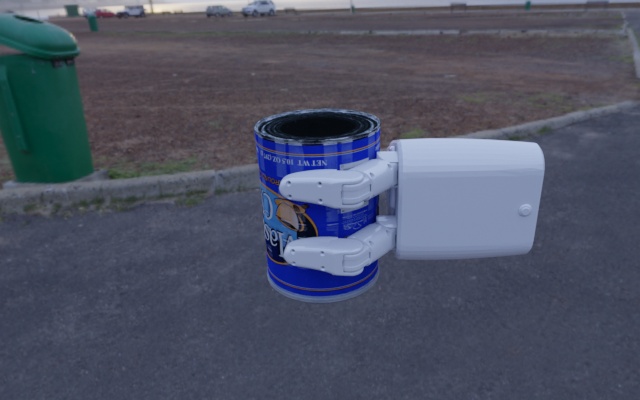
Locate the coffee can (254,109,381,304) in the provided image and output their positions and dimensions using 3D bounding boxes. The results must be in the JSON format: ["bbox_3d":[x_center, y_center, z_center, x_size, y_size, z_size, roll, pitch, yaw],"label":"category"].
[{"bbox_3d":[0.000,0.001,0.412,0.103,0.140,0.102,-2,23,1],"label":"coffee can"}]
